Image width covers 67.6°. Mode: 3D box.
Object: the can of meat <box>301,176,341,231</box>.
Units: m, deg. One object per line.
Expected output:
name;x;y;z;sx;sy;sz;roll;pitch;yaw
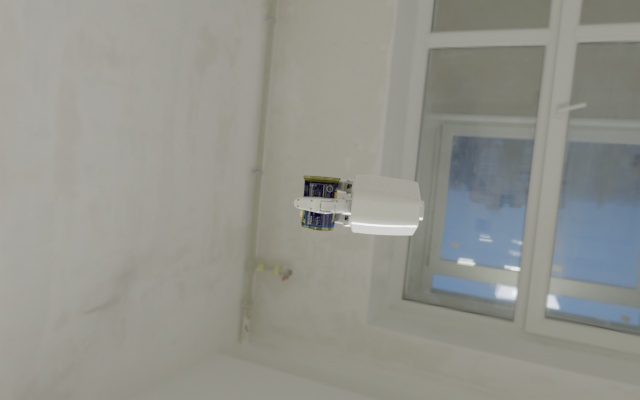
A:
can of meat;0.000;0.003;0.786;0.057;0.084;0.102;5;4;4
